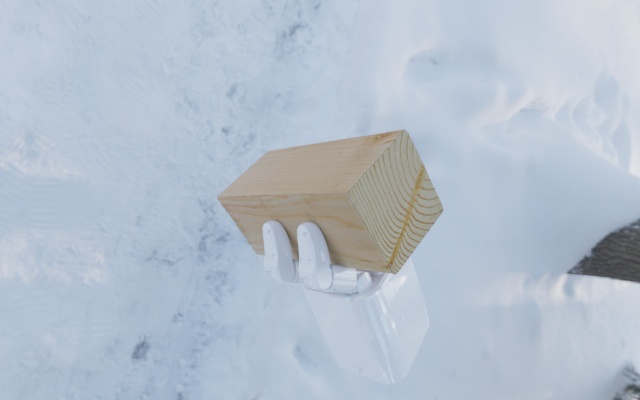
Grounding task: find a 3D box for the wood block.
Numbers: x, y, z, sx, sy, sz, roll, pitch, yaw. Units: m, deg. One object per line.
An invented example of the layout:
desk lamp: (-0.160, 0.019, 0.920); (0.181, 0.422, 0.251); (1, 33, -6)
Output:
wood block: (0.001, 0.002, 0.473); (0.206, 0.090, 0.090); (-1, 38, 50)
